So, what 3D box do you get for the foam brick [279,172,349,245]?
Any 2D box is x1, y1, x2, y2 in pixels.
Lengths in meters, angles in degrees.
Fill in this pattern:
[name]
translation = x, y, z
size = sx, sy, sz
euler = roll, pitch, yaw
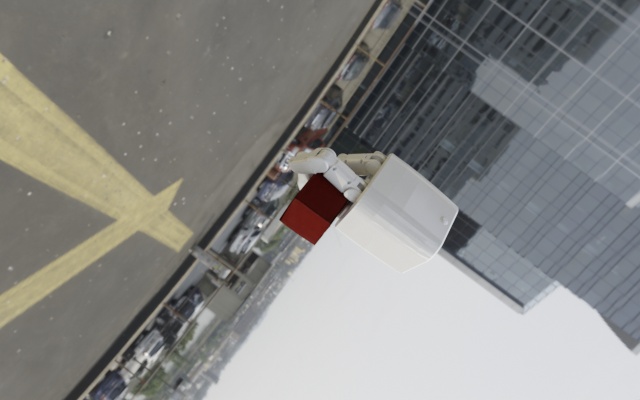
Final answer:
[foam brick]
translation = 0.000, 0.002, 0.552
size = 0.078, 0.051, 0.053
euler = -52, -1, -40
